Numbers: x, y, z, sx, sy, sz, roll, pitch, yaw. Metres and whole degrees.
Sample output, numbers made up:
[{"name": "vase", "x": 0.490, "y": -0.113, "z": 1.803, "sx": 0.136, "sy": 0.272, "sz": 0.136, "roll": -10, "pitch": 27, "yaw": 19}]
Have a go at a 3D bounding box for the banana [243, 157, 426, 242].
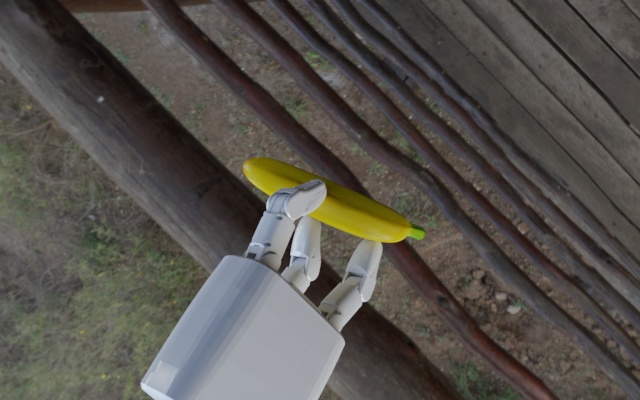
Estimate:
[{"name": "banana", "x": -0.001, "y": -0.001, "z": 0.446, "sx": 0.198, "sy": 0.037, "sz": 0.070, "roll": 24, "pitch": -5, "yaw": 17}]
